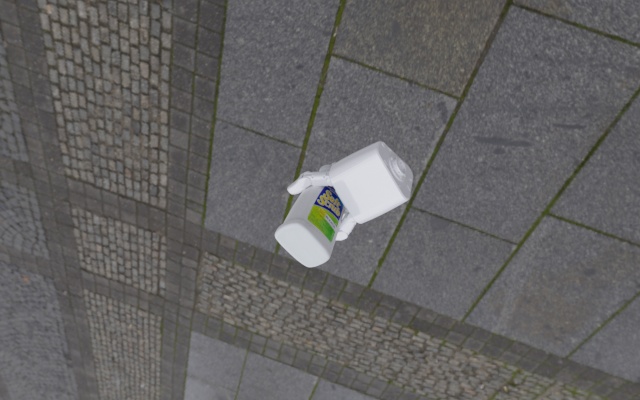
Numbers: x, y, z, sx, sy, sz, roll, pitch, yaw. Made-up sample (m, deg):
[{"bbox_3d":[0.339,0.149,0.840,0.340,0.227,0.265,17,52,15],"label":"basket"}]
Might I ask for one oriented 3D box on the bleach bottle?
[{"bbox_3d":[0.000,0.003,0.894,0.068,0.102,0.250,-28,25,34],"label":"bleach bottle"}]
